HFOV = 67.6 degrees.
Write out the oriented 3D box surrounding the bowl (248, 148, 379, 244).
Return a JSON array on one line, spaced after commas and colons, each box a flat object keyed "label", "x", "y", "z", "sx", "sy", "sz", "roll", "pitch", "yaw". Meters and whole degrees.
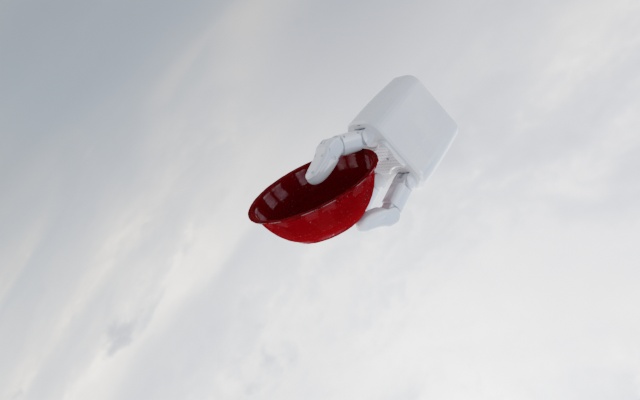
[{"label": "bowl", "x": -0.001, "y": 0.003, "z": 0.551, "sx": 0.162, "sy": 0.055, "sz": 0.162, "roll": -22, "pitch": 21, "yaw": 9}]
